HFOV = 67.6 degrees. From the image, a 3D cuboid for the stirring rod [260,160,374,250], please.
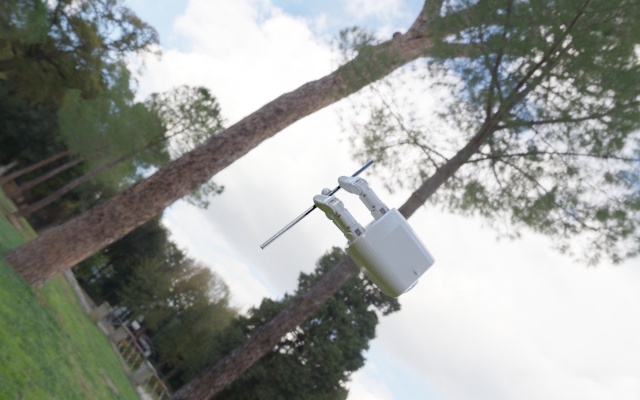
[{"bbox_3d":[0.000,0.003,0.753,0.239,0.011,0.011,-38,17,-24],"label":"stirring rod"}]
